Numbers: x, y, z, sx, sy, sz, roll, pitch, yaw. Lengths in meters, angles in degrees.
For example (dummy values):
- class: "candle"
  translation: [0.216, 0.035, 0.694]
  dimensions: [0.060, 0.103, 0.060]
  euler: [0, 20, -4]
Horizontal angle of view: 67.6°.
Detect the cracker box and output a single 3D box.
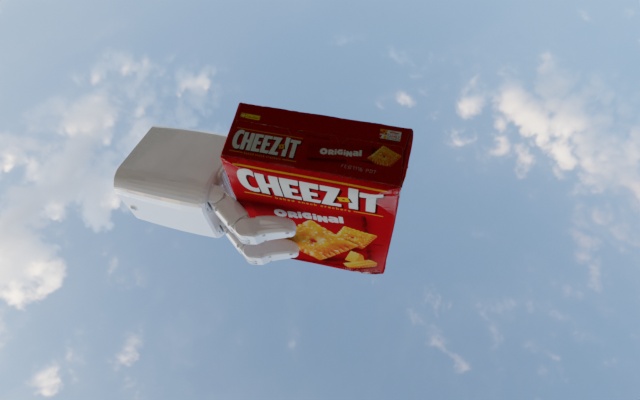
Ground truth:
- class: "cracker box"
  translation: [0.000, 0.002, 0.508]
  dimensions: [0.164, 0.072, 0.214]
  euler: [10, -28, 8]
